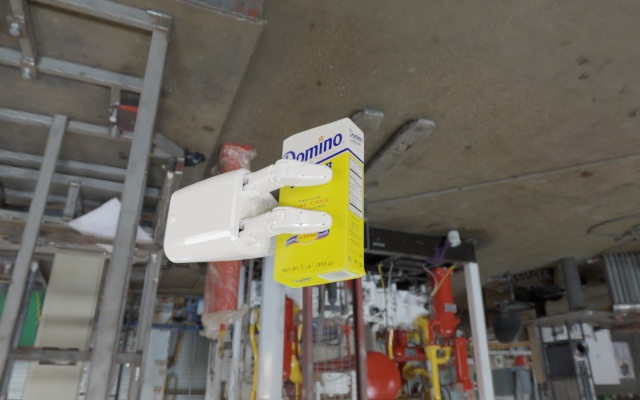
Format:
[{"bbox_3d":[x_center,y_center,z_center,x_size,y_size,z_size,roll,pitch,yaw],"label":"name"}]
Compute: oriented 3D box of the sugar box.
[{"bbox_3d":[0.000,0.002,0.528,0.093,0.176,0.048,-14,-27,29],"label":"sugar box"}]
